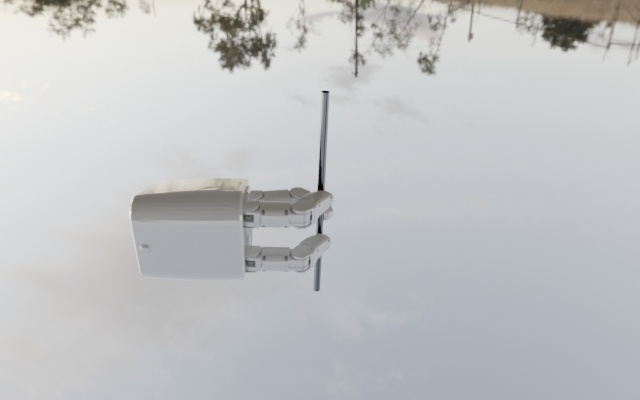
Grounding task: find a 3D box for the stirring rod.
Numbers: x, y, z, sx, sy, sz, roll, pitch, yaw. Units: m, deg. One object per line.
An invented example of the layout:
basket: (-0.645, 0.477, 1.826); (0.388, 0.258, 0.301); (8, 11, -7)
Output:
stirring rod: (0.000, 0.002, 0.511); (0.011, 0.240, 0.011); (2, 30, -1)
